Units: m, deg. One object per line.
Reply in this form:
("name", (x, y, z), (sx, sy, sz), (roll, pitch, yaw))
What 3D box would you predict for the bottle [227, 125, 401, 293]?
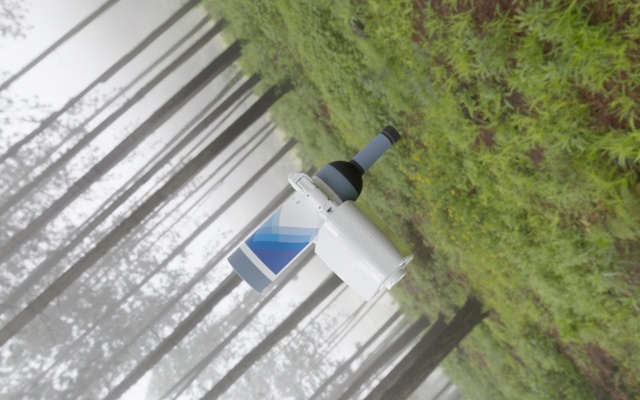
("bottle", (0.000, 0.002, 0.669), (0.295, 0.069, 0.069), (-44, 6, -7))
